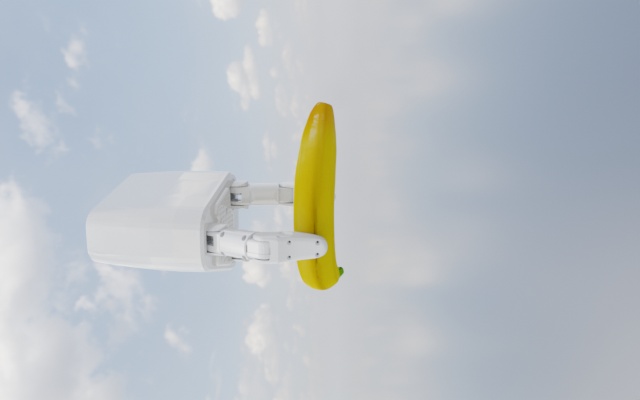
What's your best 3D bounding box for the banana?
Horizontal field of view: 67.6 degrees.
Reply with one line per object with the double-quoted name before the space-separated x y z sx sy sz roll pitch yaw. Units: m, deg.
"banana" -0.003 0.015 0.425 0.037 0.198 0.069 3 36 9
